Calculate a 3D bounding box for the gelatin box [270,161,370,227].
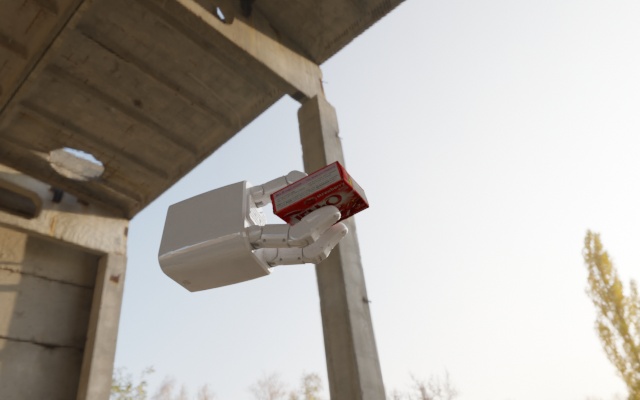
[{"bbox_3d":[0.000,0.001,0.535,0.089,0.030,0.073,-27,-35,15],"label":"gelatin box"}]
